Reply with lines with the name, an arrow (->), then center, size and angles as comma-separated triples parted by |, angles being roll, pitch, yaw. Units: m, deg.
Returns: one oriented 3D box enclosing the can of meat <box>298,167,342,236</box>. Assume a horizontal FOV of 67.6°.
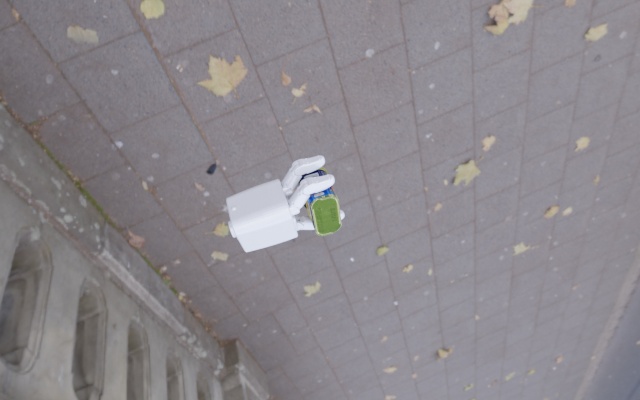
can of meat -> 0.000, 0.003, 0.885 | 0.057, 0.102, 0.084 | -16, 44, -6
